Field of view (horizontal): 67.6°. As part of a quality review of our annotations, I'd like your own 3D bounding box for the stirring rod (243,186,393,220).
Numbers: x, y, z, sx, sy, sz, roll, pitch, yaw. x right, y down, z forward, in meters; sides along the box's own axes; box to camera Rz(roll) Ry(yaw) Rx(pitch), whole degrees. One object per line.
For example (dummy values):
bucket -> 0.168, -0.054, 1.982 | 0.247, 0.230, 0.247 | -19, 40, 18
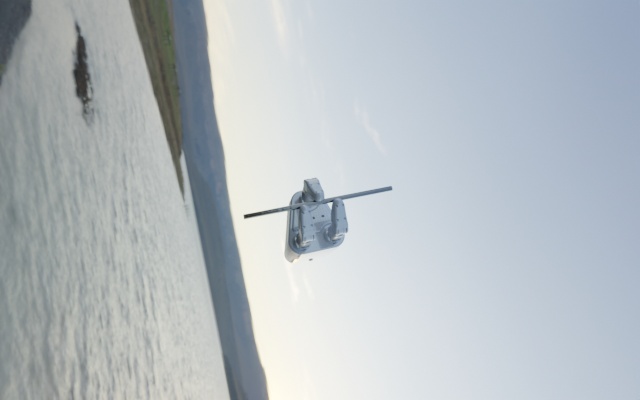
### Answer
stirring rod -> 0.000, 0.002, 0.740 | 0.239, 0.011, 0.011 | -11, 3, -14
